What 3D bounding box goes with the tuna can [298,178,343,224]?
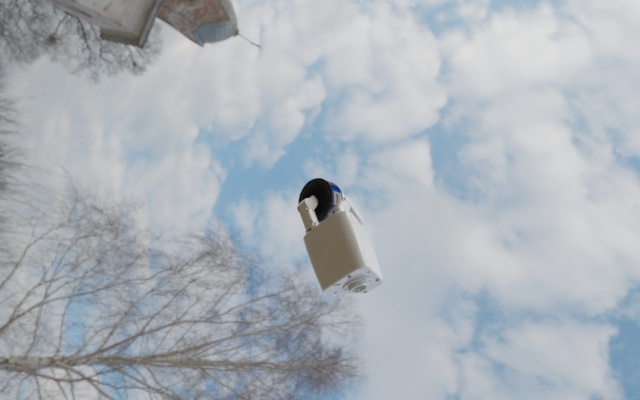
[{"bbox_3d":[0.000,0.003,0.895,0.086,0.086,0.034,0,-11,42],"label":"tuna can"}]
